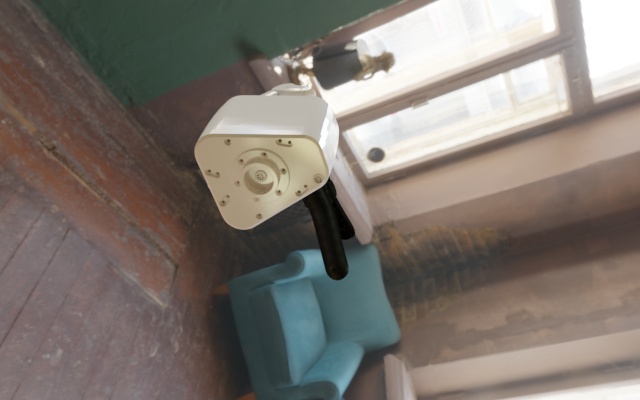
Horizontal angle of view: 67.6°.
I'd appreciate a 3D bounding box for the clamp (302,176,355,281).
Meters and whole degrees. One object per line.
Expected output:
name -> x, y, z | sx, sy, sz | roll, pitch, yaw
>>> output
clamp -> 0.001, 0.001, 0.533 | 0.039, 0.171, 0.120 | -22, 24, 10
